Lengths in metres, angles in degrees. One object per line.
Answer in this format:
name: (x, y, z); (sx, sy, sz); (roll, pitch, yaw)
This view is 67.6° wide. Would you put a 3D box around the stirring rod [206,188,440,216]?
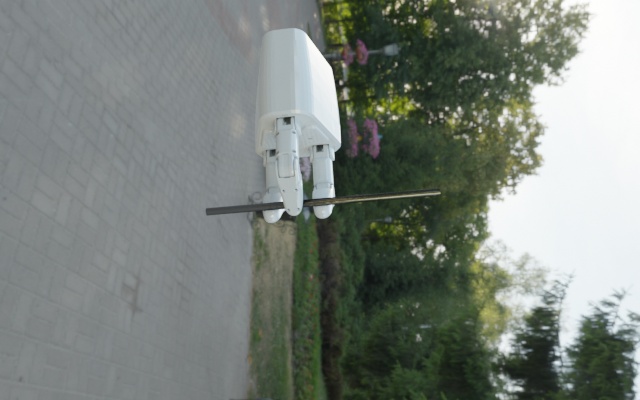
stirring rod: (0.000, 0.002, 0.489); (0.239, 0.011, 0.011); (-5, -1, 6)
